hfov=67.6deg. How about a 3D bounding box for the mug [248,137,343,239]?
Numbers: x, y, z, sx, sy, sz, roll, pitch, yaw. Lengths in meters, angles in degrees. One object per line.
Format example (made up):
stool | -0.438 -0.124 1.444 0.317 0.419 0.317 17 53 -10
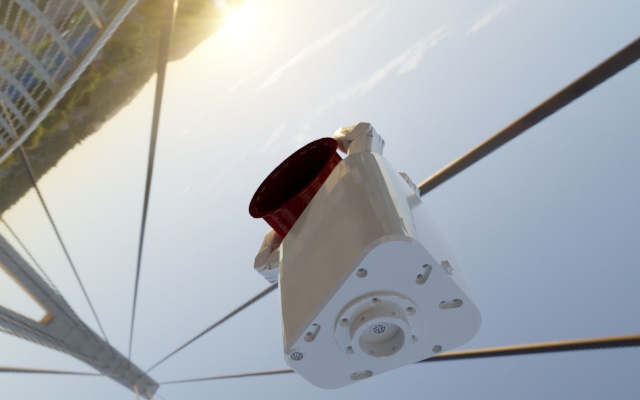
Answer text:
mug | 0.000 0.001 0.417 0.093 0.081 0.117 -35 24 16
